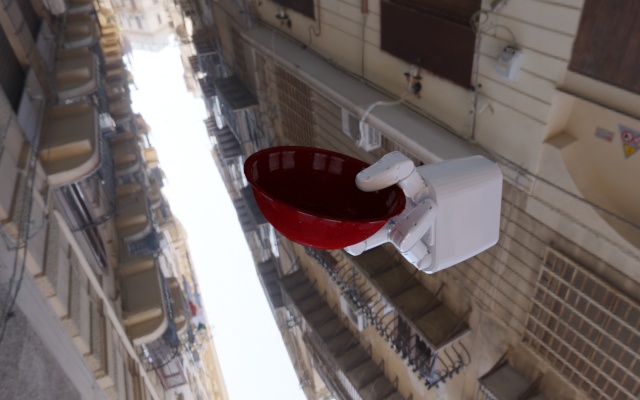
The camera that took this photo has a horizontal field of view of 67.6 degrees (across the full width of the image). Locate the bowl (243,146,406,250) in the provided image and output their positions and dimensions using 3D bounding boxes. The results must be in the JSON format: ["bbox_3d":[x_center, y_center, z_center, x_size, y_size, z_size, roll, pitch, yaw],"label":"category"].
[{"bbox_3d":[-0.001,0.002,0.477,0.162,0.055,0.162,12,26,-6],"label":"bowl"}]
